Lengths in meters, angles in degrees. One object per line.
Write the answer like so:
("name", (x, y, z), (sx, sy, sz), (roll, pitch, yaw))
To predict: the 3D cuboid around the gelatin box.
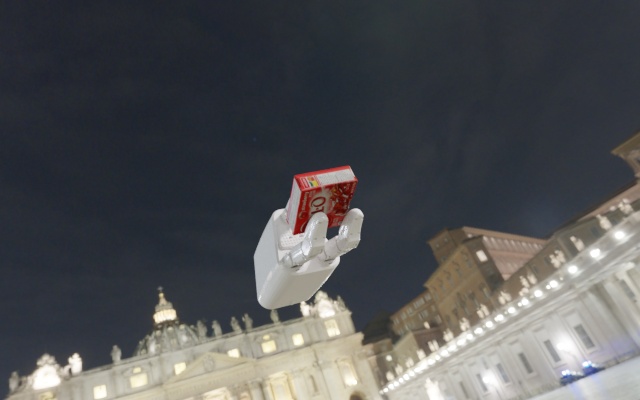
("gelatin box", (0.000, 0.001, 0.594), (0.073, 0.030, 0.089), (-11, -38, -21))
